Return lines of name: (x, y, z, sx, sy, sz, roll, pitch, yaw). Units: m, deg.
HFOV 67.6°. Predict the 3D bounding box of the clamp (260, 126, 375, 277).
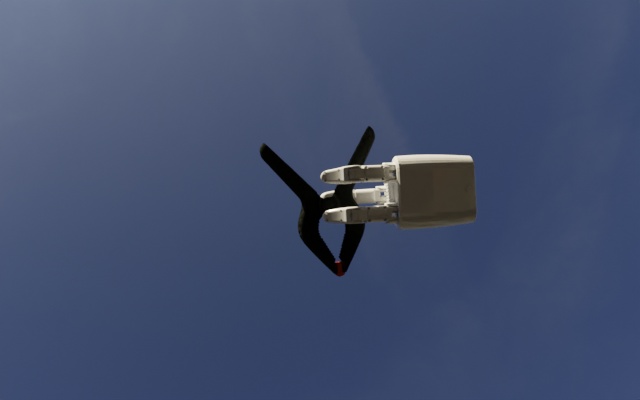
clamp: (0.000, 0.003, 0.676, 0.164, 0.210, 0.036, -3, -2, -2)
